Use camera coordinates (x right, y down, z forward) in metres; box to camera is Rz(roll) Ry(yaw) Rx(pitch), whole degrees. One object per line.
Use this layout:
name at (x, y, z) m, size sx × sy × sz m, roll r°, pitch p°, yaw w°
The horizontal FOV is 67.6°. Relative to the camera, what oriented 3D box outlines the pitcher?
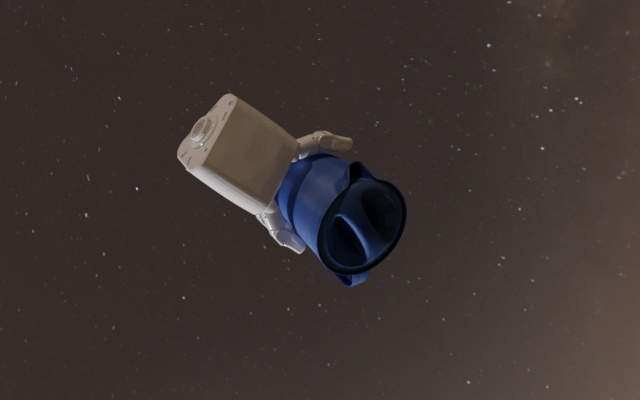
pitcher at (0.000, 0.002, 0.689) m, size 0.145 × 0.149 × 0.242 m, roll 32°, pitch 4°, yaw -37°
